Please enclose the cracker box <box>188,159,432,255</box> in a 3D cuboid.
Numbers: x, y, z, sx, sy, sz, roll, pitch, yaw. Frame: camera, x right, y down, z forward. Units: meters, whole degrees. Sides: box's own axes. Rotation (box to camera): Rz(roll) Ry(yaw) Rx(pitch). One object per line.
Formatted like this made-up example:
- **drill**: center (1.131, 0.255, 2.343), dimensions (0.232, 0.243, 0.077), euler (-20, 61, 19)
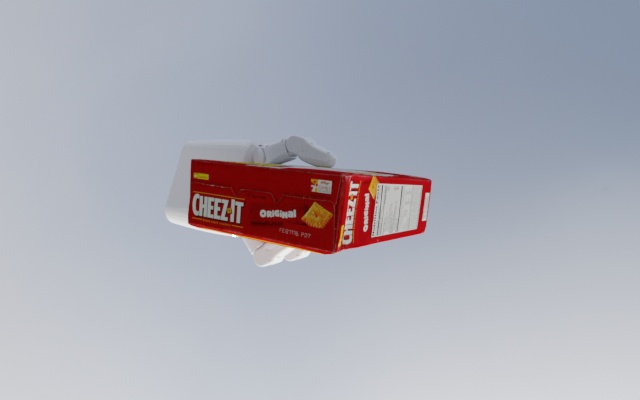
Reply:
- **cracker box**: center (0.000, 0.001, 0.491), dimensions (0.164, 0.072, 0.213), euler (7, 5, 31)
